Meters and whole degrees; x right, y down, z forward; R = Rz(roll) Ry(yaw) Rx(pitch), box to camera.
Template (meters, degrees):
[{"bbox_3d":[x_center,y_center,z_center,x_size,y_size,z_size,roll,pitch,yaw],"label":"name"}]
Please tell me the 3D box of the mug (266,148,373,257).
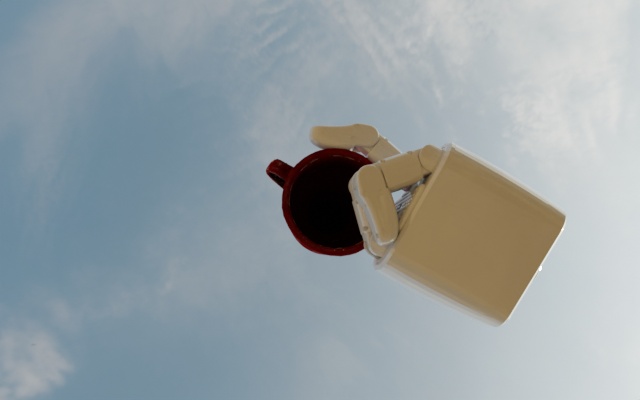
[{"bbox_3d":[-0.001,0.001,0.442,0.117,0.093,0.081,31,-12,1],"label":"mug"}]
